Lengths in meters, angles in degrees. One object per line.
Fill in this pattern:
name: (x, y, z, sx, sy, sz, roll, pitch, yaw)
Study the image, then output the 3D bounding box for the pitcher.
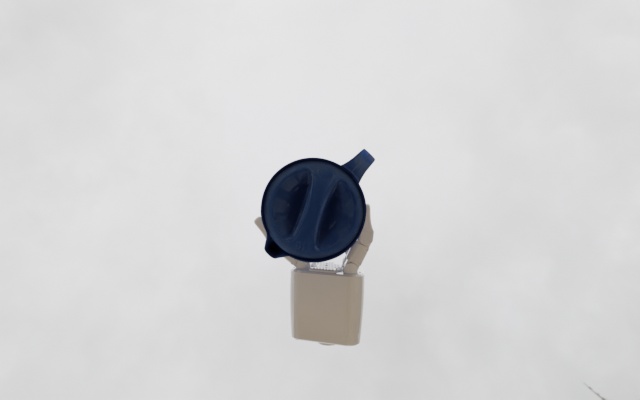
pitcher: (0.000, 0.003, 0.712, 0.149, 0.145, 0.243, -1, 2, 1)
